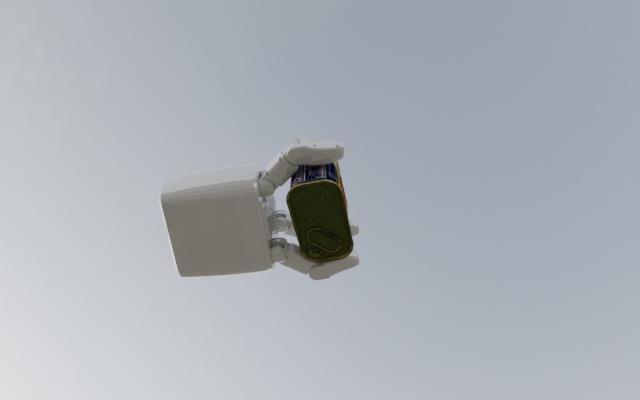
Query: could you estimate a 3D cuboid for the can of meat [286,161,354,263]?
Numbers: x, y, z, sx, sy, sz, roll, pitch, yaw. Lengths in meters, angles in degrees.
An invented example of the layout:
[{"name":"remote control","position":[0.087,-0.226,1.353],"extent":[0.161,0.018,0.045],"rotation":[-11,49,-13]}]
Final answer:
[{"name":"can of meat","position":[0.000,0.001,0.523],"extent":[0.057,0.102,0.084],"rotation":[-10,33,6]}]
